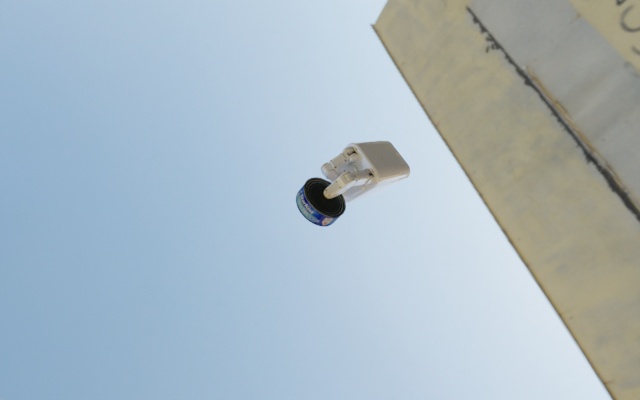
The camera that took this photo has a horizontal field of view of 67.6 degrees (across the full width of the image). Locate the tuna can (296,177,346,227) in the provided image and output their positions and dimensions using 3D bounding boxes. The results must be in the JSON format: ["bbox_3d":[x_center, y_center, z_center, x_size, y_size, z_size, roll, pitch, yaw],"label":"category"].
[{"bbox_3d":[0.000,0.003,0.838,0.086,0.086,0.034,0,-36,-40],"label":"tuna can"}]
